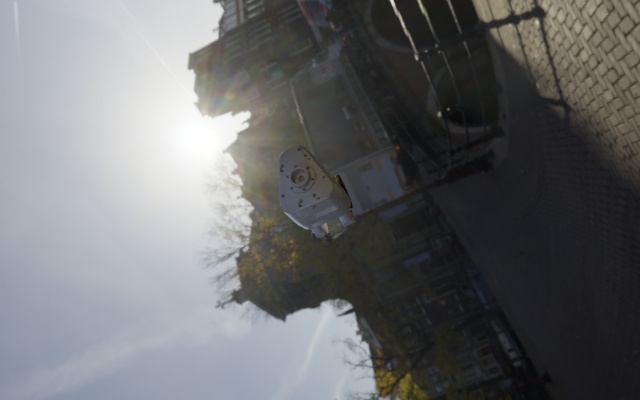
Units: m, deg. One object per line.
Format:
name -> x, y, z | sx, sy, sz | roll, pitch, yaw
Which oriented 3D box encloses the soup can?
soup can -> 0.000, 0.003, 0.882 | 0.102, 0.068, 0.068 | -24, -4, 8
